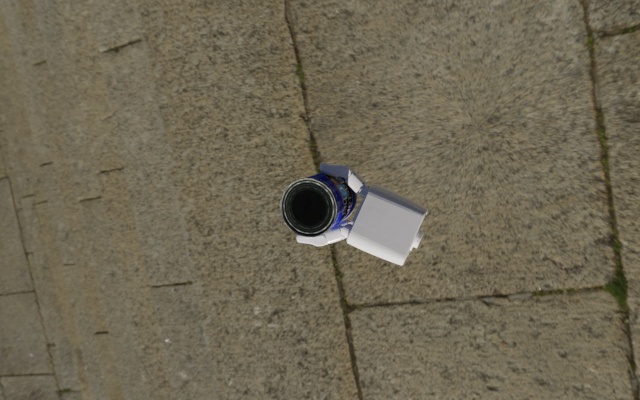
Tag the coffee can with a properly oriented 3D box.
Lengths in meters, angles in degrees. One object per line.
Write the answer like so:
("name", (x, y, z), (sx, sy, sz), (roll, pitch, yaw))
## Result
("coffee can", (0.000, 0.003, 0.868), (0.103, 0.103, 0.140), (0, 8, 18))
